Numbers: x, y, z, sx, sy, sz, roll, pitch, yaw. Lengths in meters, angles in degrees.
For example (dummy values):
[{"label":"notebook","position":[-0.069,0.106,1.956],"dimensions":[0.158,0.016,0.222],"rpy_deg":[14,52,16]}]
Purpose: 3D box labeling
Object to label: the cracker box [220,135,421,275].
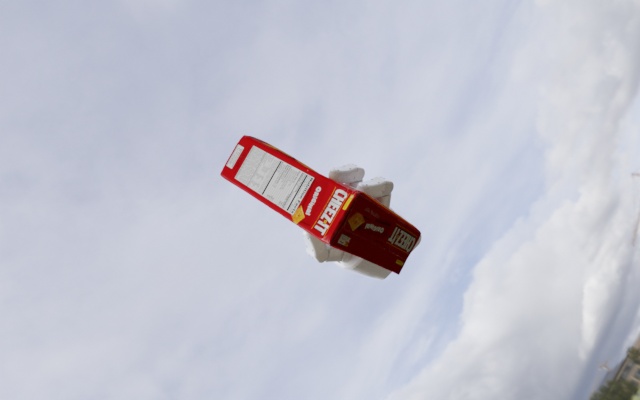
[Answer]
[{"label":"cracker box","position":[0.000,0.002,0.612],"dimensions":[0.213,0.072,0.164],"rpy_deg":[29,1,40]}]
